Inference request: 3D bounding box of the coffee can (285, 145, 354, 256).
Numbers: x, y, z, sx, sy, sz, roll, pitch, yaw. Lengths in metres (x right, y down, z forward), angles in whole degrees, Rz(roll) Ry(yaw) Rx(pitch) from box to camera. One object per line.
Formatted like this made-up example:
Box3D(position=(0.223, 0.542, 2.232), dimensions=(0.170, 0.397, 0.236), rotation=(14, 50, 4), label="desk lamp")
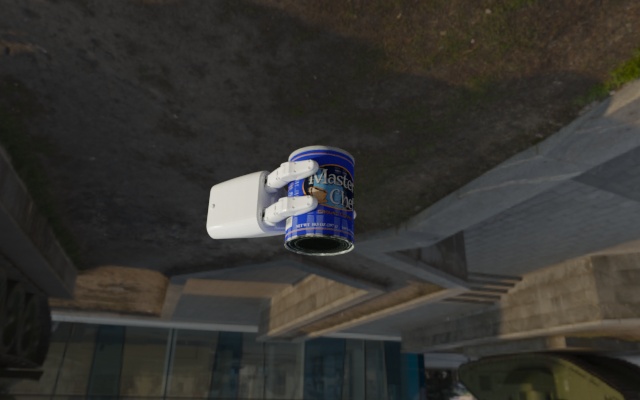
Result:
Box3D(position=(0.000, 0.002, 0.722), dimensions=(0.103, 0.140, 0.103), rotation=(1, -22, 1), label="coffee can")
